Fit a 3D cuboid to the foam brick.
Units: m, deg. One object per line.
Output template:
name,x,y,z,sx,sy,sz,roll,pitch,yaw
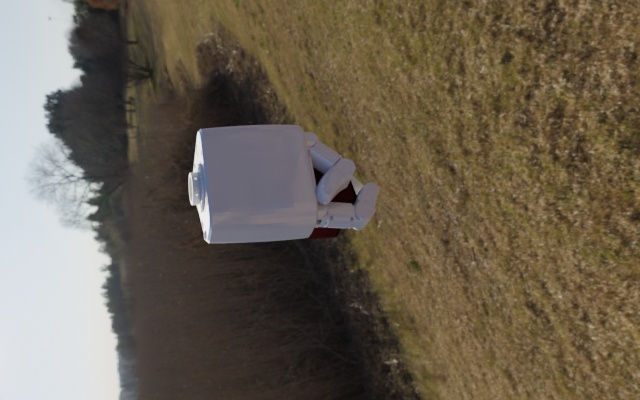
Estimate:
foam brick,0.000,0.002,0.540,0.051,0.053,0.078,-4,-35,-22
